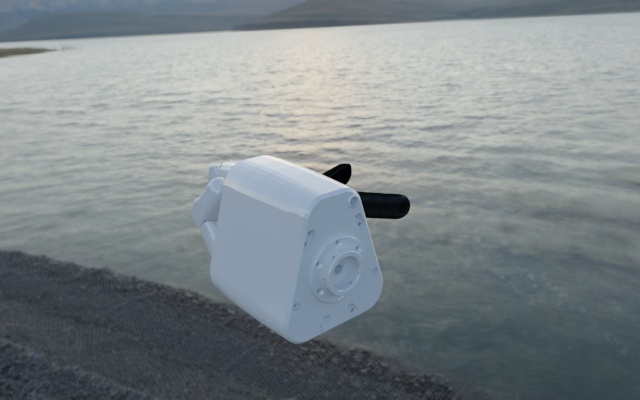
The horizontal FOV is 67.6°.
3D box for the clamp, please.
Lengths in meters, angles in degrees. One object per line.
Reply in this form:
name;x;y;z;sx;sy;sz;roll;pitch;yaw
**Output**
clamp;0.000;0.001;0.471;0.171;0.039;0.120;-18;25;-34
